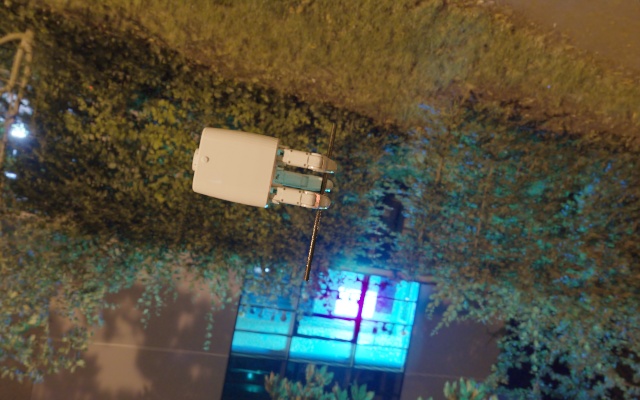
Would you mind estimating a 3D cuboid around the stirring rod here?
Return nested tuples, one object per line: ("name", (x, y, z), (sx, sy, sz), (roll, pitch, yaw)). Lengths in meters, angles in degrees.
("stirring rod", (0.000, 0.002, 0.720), (0.011, 0.239, 0.011), (10, -1, 0))
